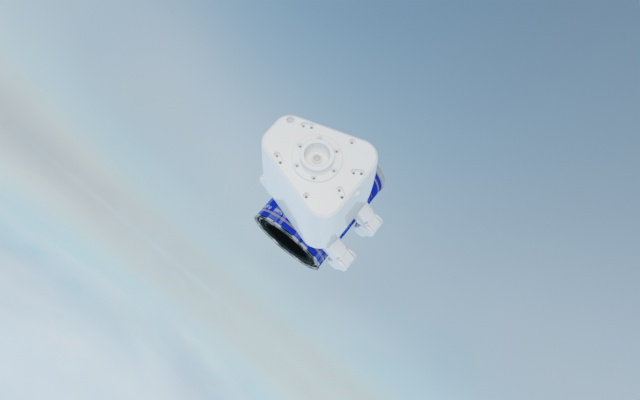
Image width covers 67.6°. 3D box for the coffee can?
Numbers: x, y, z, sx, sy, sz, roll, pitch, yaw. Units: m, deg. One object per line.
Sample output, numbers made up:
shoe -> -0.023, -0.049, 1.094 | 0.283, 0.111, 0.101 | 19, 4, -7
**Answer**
coffee can -> 0.000, 0.002, 0.608 | 0.103, 0.140, 0.103 | 36, -17, 13
